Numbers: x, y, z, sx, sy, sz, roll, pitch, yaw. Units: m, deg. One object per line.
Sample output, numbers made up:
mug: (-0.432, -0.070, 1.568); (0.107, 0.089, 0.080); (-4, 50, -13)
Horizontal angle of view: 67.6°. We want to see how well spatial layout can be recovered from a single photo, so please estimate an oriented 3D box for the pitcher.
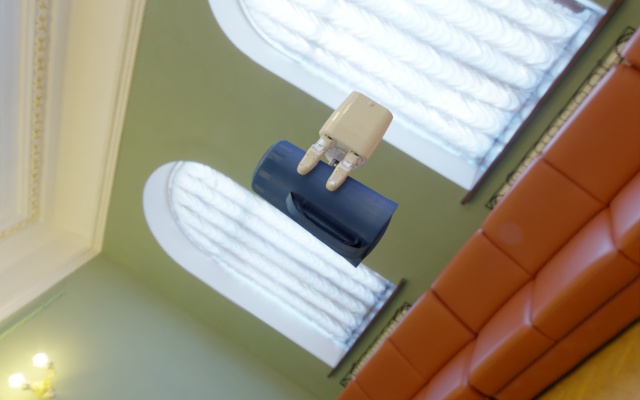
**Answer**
pitcher: (0.000, 0.003, 0.825); (0.243, 0.145, 0.149); (33, -17, 7)
